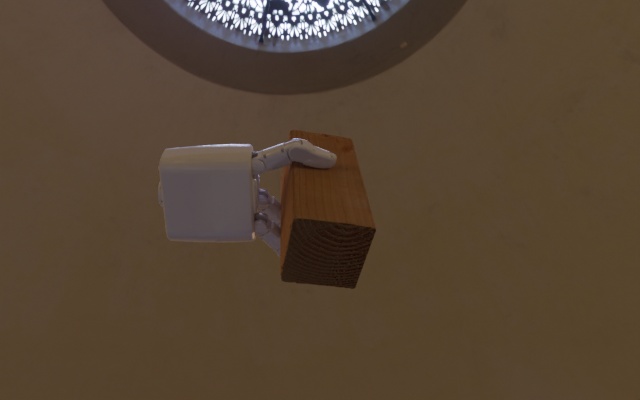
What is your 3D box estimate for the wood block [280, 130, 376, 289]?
[{"bbox_3d":[0.000,0.002,0.596,0.090,0.091,0.206,8,33,-10],"label":"wood block"}]
